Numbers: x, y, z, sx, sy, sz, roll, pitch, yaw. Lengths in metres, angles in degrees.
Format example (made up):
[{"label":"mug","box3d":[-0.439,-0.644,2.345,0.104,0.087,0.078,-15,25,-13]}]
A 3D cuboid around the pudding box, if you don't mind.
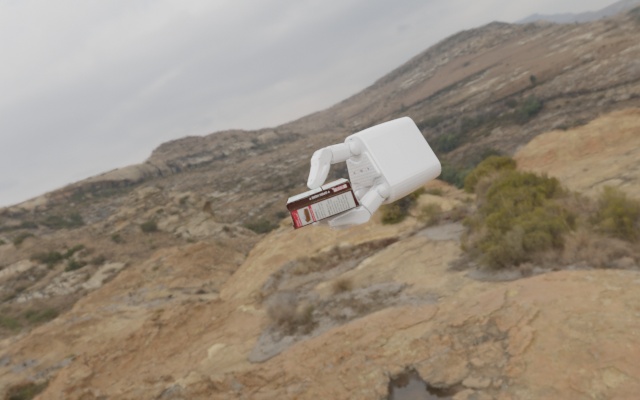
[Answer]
[{"label":"pudding box","box3d":[0.000,0.002,0.650,0.090,0.039,0.113,-21,3,-1]}]
